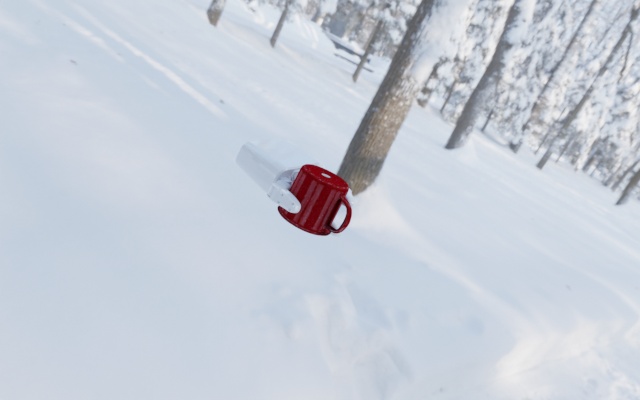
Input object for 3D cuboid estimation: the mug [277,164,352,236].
[{"bbox_3d":[0.001,0.003,0.731,0.117,0.081,0.093,37,20,31],"label":"mug"}]
